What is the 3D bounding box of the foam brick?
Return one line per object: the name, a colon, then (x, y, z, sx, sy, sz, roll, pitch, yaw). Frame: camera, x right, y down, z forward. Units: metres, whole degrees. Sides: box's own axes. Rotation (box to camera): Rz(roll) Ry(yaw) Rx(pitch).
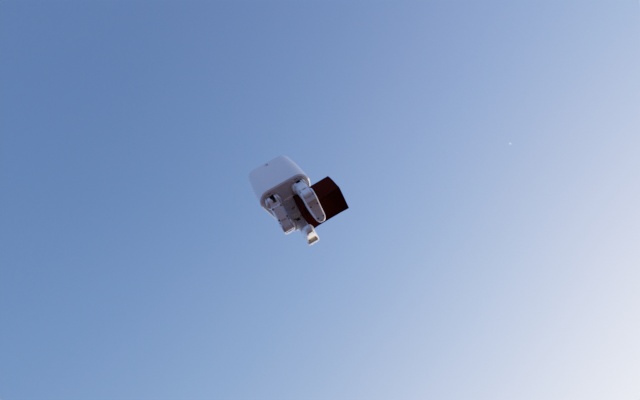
foam brick: (0.000, 0.003, 0.855, 0.078, 0.053, 0.051, -30, 35, -7)
